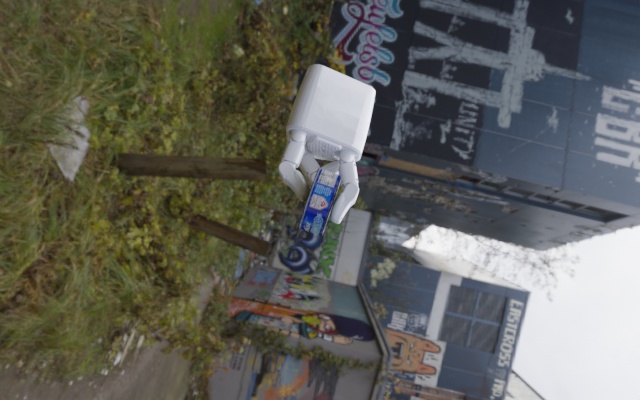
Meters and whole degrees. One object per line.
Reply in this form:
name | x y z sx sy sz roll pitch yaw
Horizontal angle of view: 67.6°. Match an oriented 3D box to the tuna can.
tuna can | 0.001 0.002 0.633 0.034 0.086 0.086 19 0 1
